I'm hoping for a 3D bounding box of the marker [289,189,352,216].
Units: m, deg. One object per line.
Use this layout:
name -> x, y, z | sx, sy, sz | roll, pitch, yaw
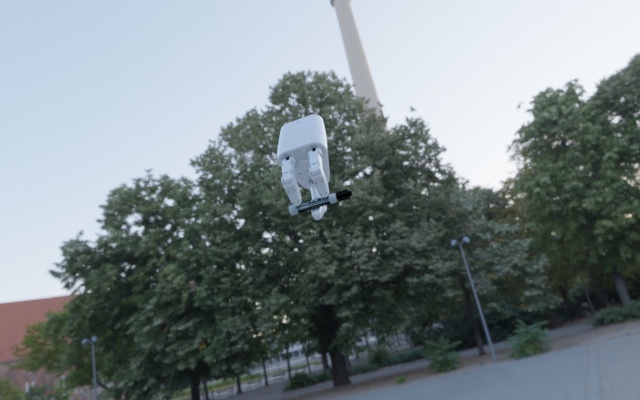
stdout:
marker -> 0.000, 0.003, 0.884 | 0.121, 0.020, 0.020 | -17, -4, 13
